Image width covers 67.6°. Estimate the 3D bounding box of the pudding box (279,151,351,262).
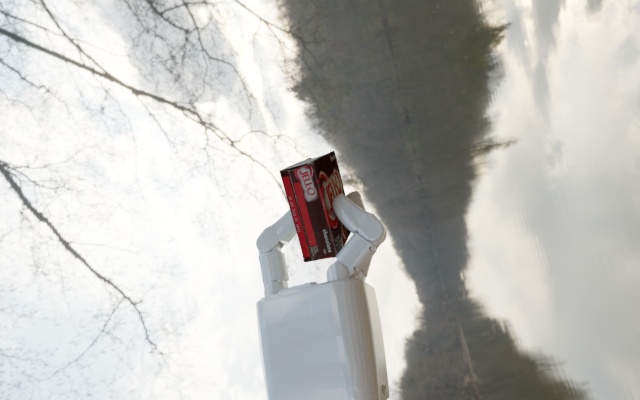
[{"bbox_3d":[0.000,0.002,0.478,0.039,0.090,0.113,-12,9,11],"label":"pudding box"}]
